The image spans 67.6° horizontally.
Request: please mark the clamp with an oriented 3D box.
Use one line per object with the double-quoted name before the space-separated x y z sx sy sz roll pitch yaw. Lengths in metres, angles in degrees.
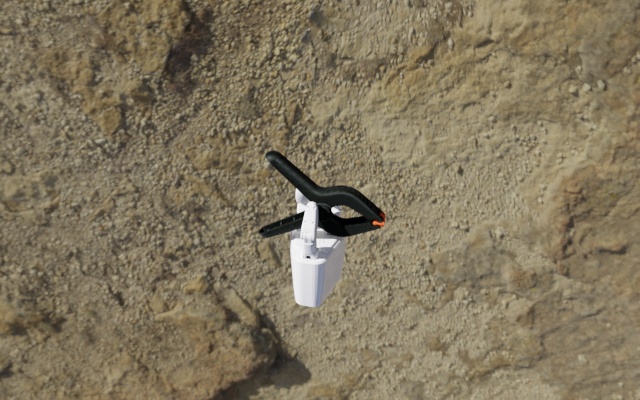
"clamp" 0.001 0.003 0.760 0.210 0.165 0.036 6 35 7
